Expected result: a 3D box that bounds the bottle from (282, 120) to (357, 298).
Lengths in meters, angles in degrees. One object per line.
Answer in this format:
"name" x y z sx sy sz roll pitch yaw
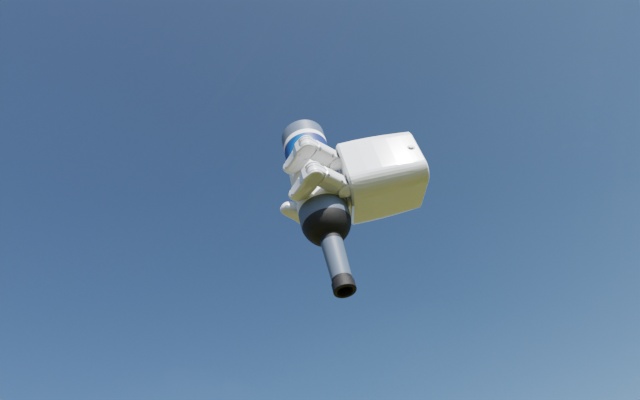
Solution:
"bottle" 0.000 0.002 0.644 0.069 0.069 0.295 0 44 -15
